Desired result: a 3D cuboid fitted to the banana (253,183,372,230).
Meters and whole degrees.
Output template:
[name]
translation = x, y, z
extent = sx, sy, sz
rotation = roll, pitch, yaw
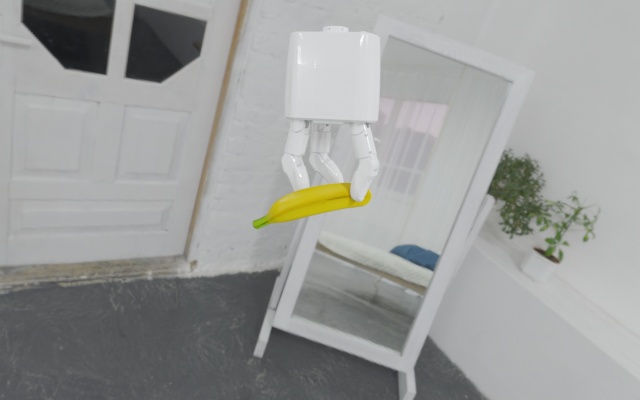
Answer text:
[banana]
translation = 0.008, -0.001, 0.631
extent = 0.198, 0.037, 0.069
rotation = -11, -5, -36
